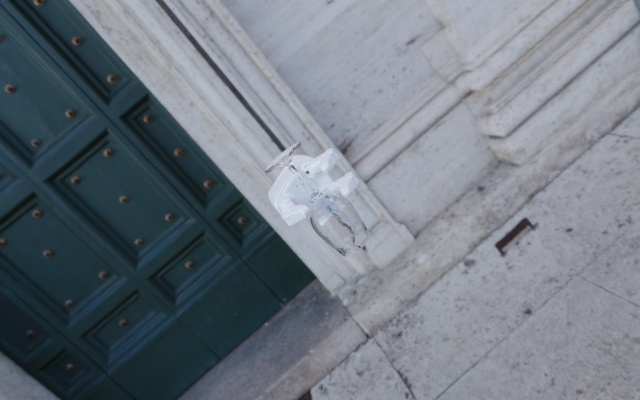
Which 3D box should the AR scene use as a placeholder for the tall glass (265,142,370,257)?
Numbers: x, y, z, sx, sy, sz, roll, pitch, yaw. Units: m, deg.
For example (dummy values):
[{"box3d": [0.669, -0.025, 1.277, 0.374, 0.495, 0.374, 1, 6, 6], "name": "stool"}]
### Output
[{"box3d": [0.000, 0.002, 0.801, 0.079, 0.201, 0.079, -36, 17, 13], "name": "tall glass"}]
